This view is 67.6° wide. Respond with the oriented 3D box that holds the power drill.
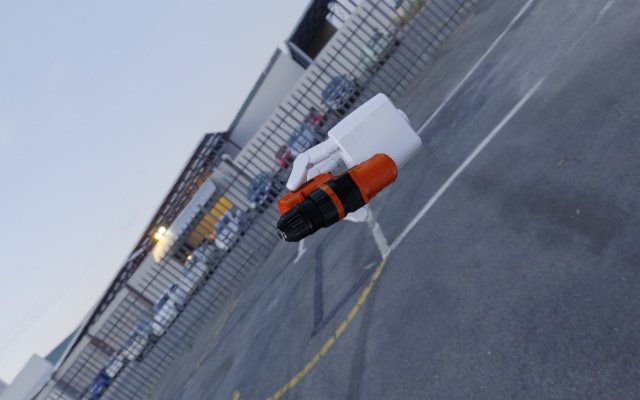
[{"bbox_3d":[0.000,0.002,0.681,0.184,0.057,0.187,-30,8,-19],"label":"power drill"}]
